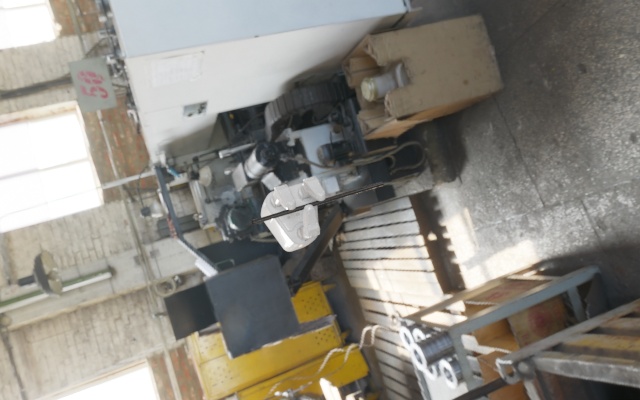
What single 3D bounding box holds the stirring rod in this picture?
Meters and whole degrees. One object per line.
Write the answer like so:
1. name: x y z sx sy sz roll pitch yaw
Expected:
1. stirring rod: 0.000 0.003 0.808 0.239 0.011 0.011 -17 5 -18
